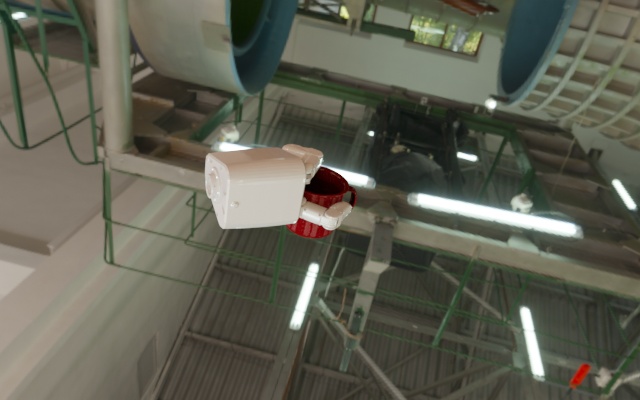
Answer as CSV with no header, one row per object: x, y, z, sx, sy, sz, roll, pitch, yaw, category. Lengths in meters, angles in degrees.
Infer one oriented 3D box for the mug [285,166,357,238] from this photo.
0.001,0.002,0.728,0.117,0.081,0.093,-3,34,-25,mug
